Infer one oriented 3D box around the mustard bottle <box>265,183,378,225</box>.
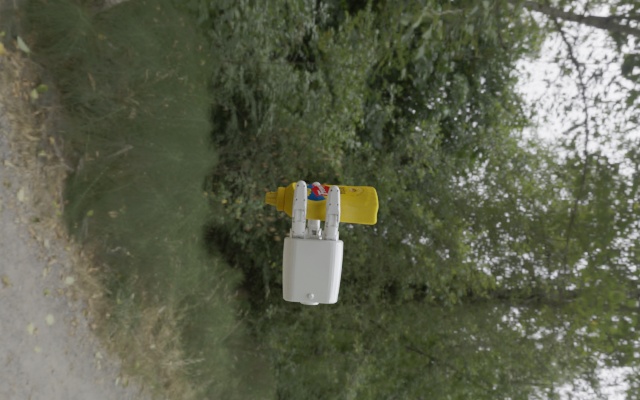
[{"bbox_3d":[0.000,0.002,0.833,0.191,0.058,0.096,4,23,-2],"label":"mustard bottle"}]
